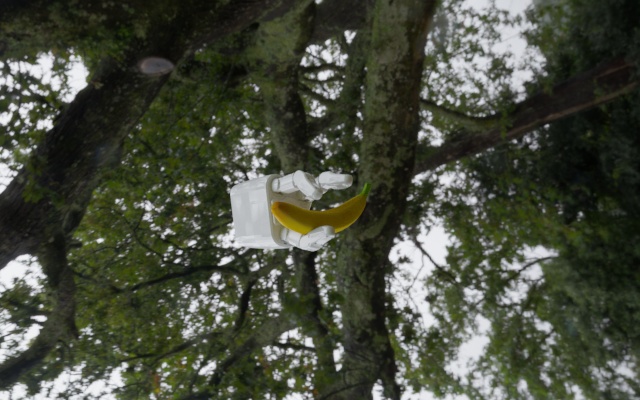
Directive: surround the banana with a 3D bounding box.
[{"bbox_3d":[0.004,0.020,0.724,0.198,0.069,0.037,-13,12,-42],"label":"banana"}]
